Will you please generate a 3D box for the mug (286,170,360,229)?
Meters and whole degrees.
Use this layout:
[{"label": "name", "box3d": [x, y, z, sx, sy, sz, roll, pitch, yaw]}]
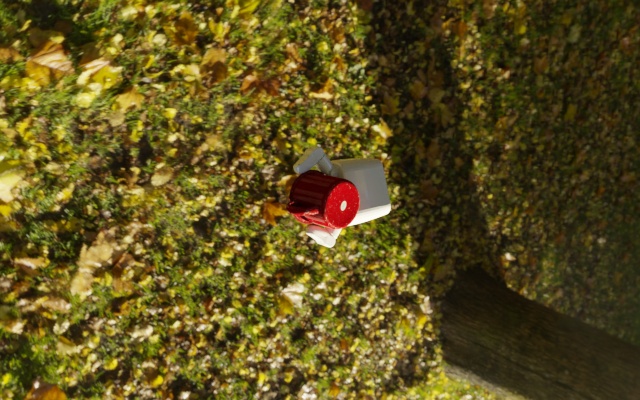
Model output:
[{"label": "mug", "box3d": [-0.001, 0.003, 0.769, 0.117, 0.093, 0.081, -13, 18, -39]}]
